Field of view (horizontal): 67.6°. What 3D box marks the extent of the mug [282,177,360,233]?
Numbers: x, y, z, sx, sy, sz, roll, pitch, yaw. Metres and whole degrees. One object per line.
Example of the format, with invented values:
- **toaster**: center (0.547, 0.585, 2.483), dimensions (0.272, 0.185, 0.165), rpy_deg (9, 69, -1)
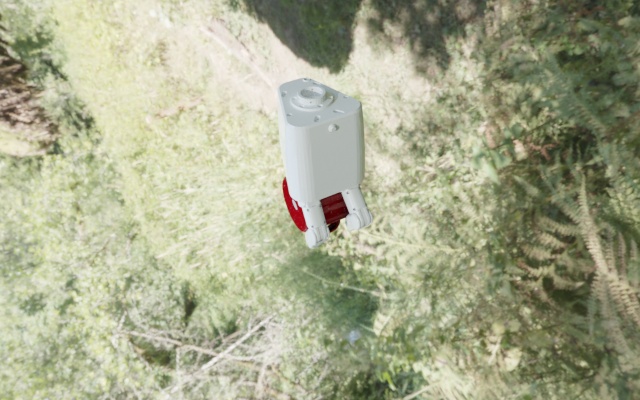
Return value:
- **mug**: center (0.000, 0.003, 0.656), dimensions (0.081, 0.117, 0.093), rpy_deg (-20, 44, -18)
